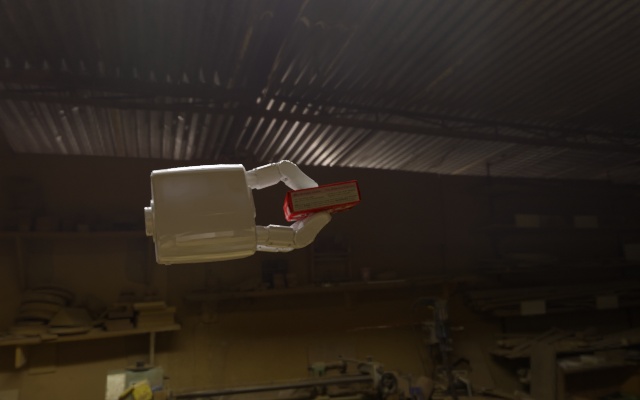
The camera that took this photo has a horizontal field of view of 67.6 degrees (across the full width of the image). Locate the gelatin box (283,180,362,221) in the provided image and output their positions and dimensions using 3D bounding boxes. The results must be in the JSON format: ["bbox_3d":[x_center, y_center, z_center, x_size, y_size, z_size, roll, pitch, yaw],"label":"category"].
[{"bbox_3d":[0.000,0.001,0.601,0.089,0.030,0.073,-10,-8,-9],"label":"gelatin box"}]
